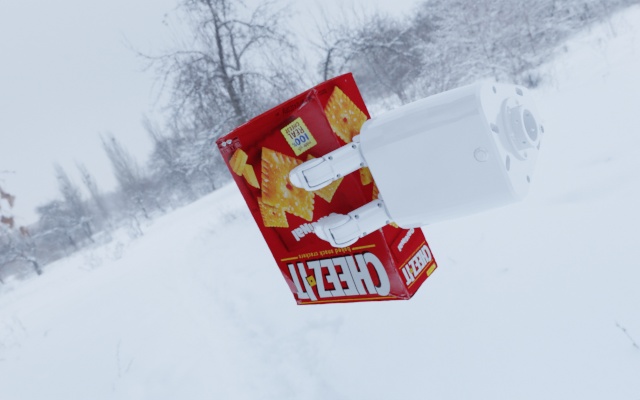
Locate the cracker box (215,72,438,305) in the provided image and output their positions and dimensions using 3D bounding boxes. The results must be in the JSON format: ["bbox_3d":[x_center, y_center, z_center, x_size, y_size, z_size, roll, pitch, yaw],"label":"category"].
[{"bbox_3d":[0.000,0.001,0.495,0.164,0.214,0.072,-15,14,45],"label":"cracker box"}]
